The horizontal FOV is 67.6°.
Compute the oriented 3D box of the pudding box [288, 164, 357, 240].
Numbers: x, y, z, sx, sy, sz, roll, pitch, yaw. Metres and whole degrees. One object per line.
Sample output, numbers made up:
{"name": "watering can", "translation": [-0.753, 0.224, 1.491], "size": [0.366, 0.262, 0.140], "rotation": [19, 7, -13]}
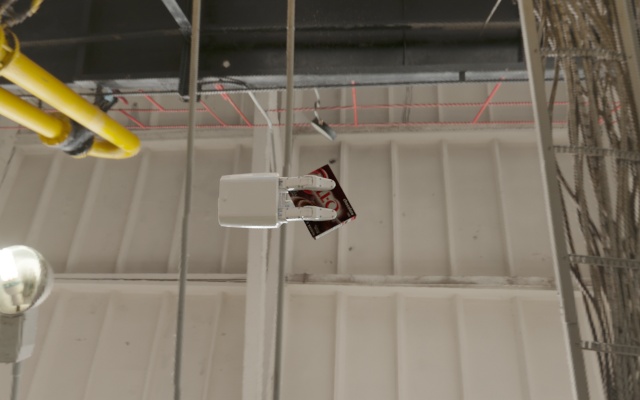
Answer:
{"name": "pudding box", "translation": [0.000, 0.003, 0.868], "size": [0.090, 0.113, 0.039], "rotation": [-28, -11, -5]}
